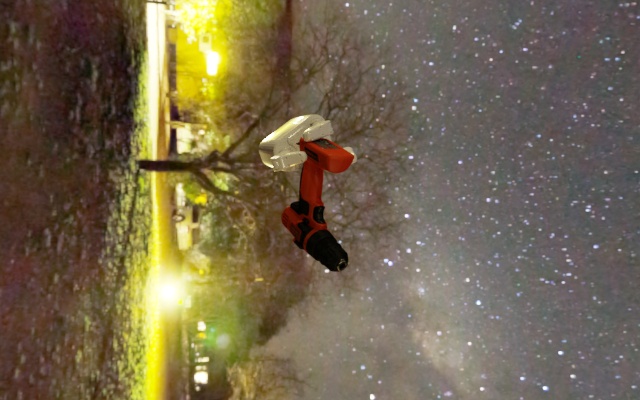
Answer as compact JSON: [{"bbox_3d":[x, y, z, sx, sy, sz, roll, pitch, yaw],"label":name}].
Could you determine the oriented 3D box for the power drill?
[{"bbox_3d":[0.000,0.002,0.785,0.057,0.188,0.184,-3,27,-34],"label":"power drill"}]
